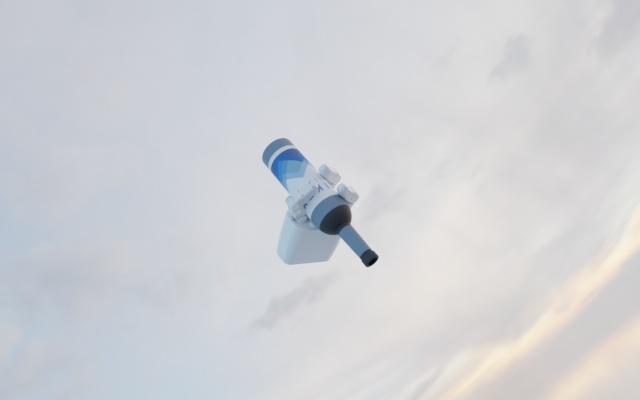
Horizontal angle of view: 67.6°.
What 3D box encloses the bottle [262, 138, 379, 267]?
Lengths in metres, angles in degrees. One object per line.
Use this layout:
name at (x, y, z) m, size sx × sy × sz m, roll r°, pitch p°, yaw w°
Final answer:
bottle at (0.000, 0.003, 0.842) m, size 0.069 × 0.069 × 0.295 m, roll 0°, pitch 41°, yaw -49°
